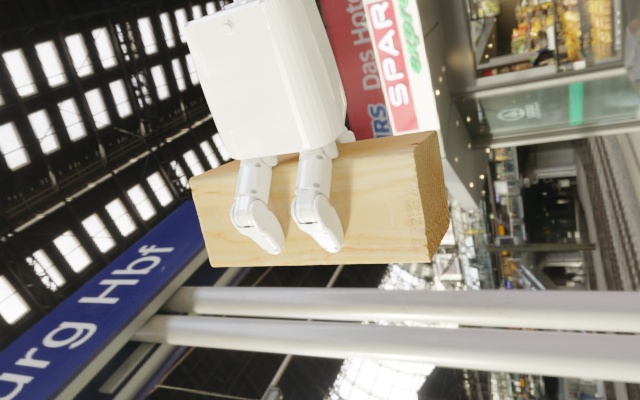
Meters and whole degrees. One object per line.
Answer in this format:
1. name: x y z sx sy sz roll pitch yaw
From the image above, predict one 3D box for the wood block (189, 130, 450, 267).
1. wood block: 0.000 0.001 0.428 0.206 0.090 0.090 -5 15 27
